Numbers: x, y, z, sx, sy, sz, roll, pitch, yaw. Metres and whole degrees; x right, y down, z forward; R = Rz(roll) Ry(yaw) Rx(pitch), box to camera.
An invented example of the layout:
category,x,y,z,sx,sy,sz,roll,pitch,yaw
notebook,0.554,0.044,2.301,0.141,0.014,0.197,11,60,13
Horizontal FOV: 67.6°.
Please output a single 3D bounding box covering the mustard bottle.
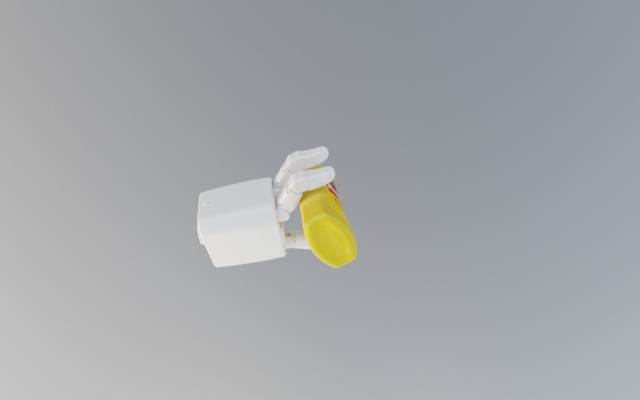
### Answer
category,x,y,z,sx,sy,sz,roll,pitch,yaw
mustard bottle,0.000,0.002,0.685,0.058,0.096,0.191,-29,34,9
